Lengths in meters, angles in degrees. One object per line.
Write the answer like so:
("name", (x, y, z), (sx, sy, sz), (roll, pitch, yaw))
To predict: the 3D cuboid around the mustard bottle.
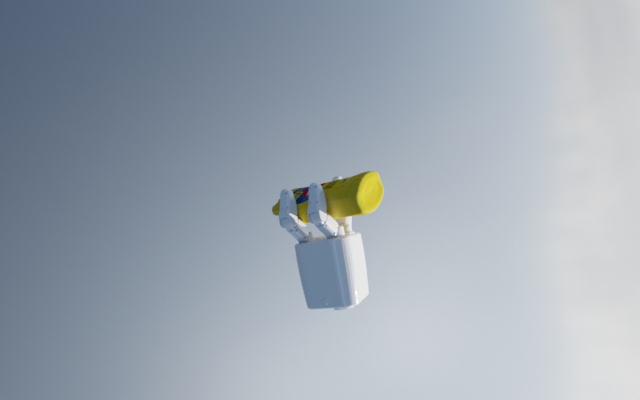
("mustard bottle", (0.000, 0.002, 0.770), (0.191, 0.058, 0.096), (-12, 20, 33))
